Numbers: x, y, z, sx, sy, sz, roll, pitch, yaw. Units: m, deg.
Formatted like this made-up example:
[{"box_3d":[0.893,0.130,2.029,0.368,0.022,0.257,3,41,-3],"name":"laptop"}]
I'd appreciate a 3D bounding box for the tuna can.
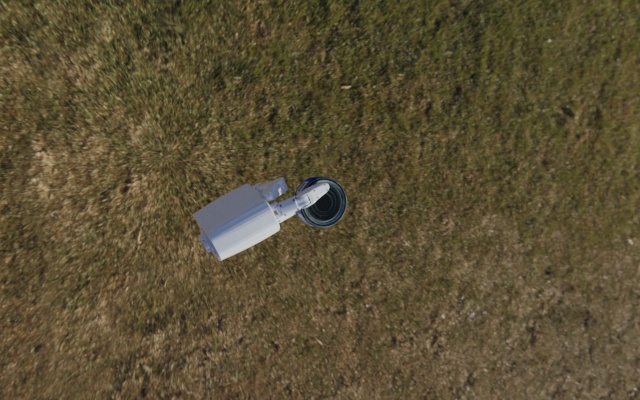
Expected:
[{"box_3d":[0.000,0.003,0.797,0.086,0.086,0.034,0,2,-23],"name":"tuna can"}]
